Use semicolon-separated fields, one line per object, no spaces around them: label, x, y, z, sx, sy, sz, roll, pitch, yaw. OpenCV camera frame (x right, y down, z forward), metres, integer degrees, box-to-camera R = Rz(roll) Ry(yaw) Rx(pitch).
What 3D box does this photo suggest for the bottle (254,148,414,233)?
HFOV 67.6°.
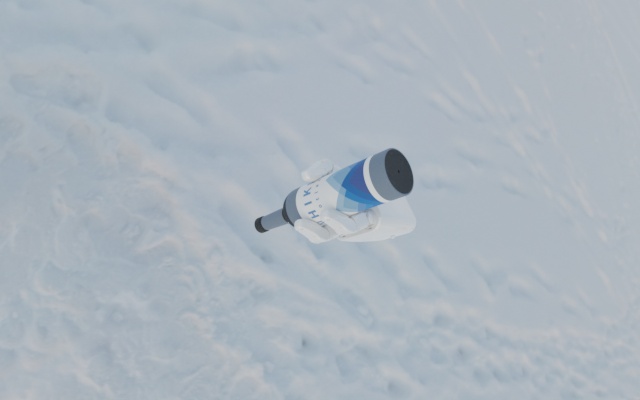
bottle;0.000;0.002;0.722;0.296;0.069;0.069;-21;-15;41
